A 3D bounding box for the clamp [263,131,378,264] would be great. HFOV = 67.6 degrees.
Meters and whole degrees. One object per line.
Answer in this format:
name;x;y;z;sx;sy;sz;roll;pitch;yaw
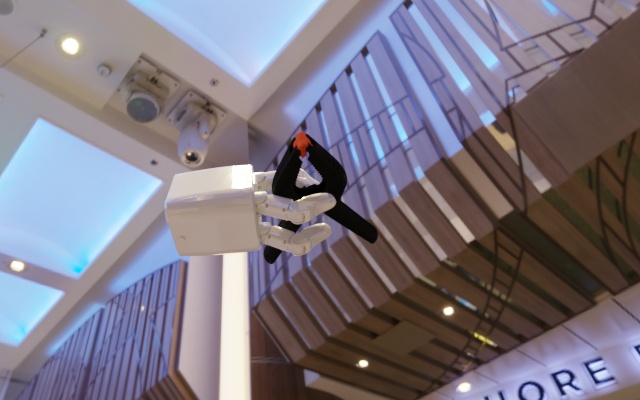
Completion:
clamp;0.000;0.001;0.623;0.164;0.210;0.036;-7;44;-7
